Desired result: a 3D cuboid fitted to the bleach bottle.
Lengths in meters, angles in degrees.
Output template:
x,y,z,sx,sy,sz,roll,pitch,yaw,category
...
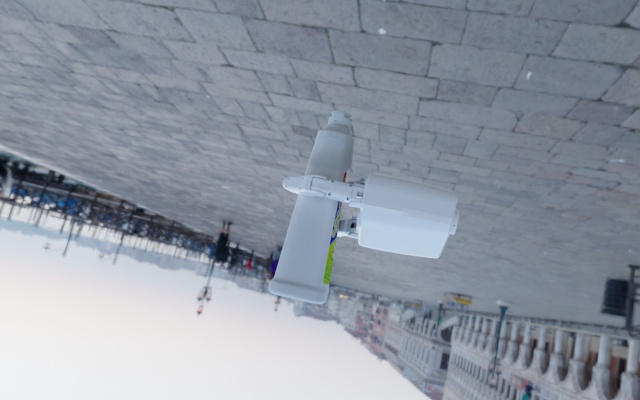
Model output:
x,y,z,sx,sy,sz,roll,pitch,yaw,category
0.000,0.002,0.615,0.068,0.250,0.102,11,-10,9,bleach bottle
